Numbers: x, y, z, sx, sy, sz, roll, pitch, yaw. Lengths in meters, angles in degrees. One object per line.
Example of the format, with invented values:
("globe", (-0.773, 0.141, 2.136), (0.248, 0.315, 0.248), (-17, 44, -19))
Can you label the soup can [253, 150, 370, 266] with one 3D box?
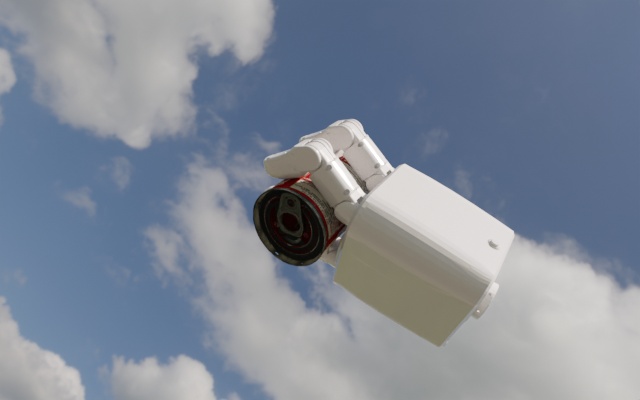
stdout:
("soup can", (0.000, 0.001, 0.409), (0.068, 0.068, 0.102), (0, 24, 34))
